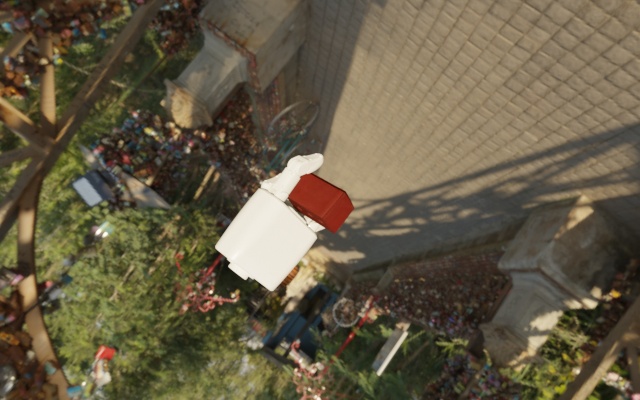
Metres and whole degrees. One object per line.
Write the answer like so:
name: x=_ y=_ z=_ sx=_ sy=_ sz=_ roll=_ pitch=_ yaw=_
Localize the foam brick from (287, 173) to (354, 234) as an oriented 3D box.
foam brick: x=0.000 y=0.002 z=0.692 sx=0.078 sy=0.051 sz=0.053 roll=30 pitch=-15 yaw=34
